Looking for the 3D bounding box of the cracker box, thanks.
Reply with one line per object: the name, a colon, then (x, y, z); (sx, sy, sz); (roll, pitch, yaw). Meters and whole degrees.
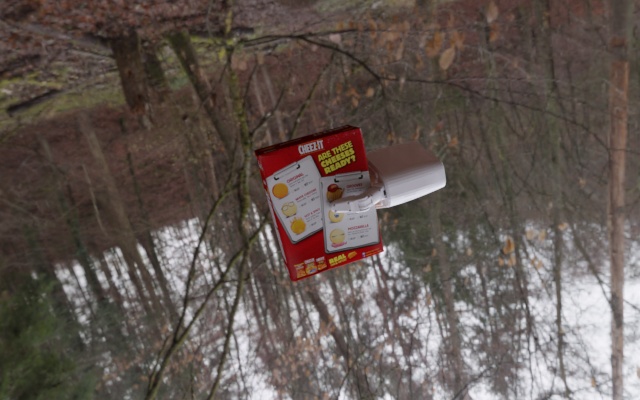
cracker box: (0.000, 0.003, 0.770); (0.164, 0.214, 0.072); (-17, 18, -12)
